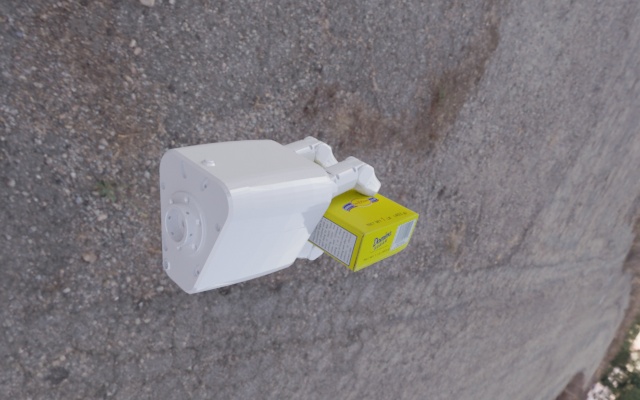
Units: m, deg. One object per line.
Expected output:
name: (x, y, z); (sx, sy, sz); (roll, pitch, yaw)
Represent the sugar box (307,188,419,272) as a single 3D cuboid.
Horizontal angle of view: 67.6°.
sugar box: (0.000, 0.001, 0.488); (0.176, 0.048, 0.093); (32, 29, 32)
